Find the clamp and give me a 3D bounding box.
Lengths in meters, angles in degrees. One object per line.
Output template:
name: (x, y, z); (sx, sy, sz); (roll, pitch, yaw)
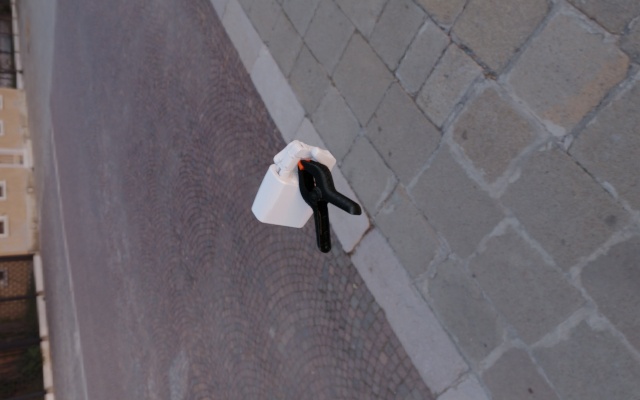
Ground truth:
clamp: (0.000, 0.002, 0.828); (0.039, 0.120, 0.171); (6, 39, -40)
